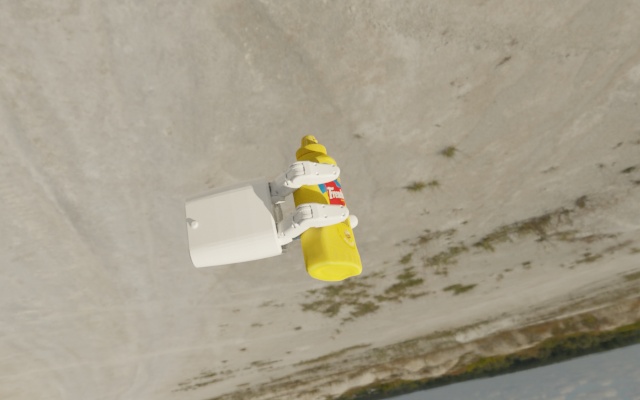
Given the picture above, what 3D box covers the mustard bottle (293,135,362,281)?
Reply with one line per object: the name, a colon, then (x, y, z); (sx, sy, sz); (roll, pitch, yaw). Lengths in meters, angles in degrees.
mustard bottle: (0.000, 0.002, 0.609); (0.058, 0.191, 0.096); (-23, -25, 23)
